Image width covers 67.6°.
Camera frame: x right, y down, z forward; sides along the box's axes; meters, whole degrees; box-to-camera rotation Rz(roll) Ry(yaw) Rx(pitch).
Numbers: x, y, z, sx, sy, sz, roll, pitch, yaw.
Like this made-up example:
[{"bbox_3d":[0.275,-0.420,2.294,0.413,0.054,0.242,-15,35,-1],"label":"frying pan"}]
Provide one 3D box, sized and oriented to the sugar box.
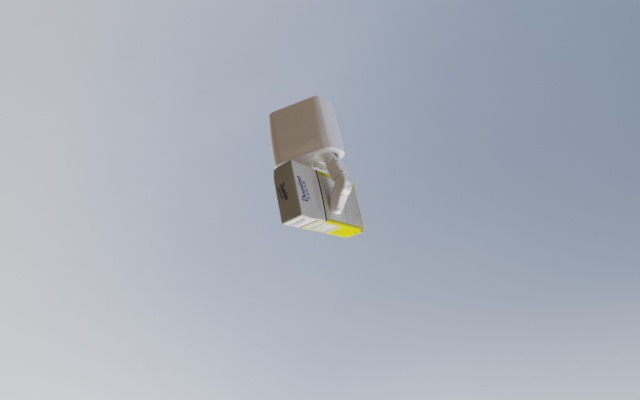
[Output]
[{"bbox_3d":[0.000,0.003,0.773,0.048,0.093,0.176,-26,-25,32],"label":"sugar box"}]
